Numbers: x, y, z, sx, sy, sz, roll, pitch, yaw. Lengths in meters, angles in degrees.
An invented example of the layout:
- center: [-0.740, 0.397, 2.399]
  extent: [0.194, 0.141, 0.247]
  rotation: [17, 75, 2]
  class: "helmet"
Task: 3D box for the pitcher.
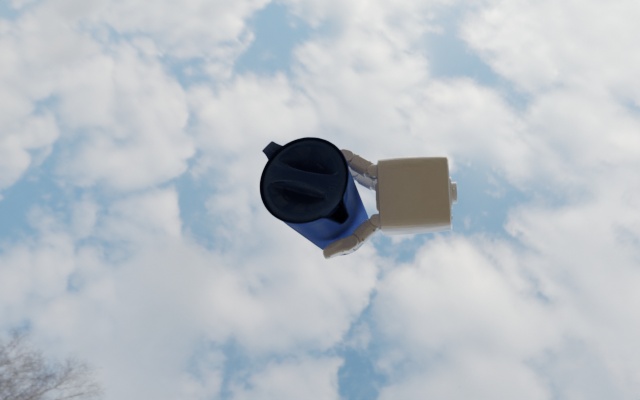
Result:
- center: [0.000, 0.003, 0.777]
  extent: [0.145, 0.149, 0.243]
  rotation: [-5, -22, 15]
  class: "pitcher"
